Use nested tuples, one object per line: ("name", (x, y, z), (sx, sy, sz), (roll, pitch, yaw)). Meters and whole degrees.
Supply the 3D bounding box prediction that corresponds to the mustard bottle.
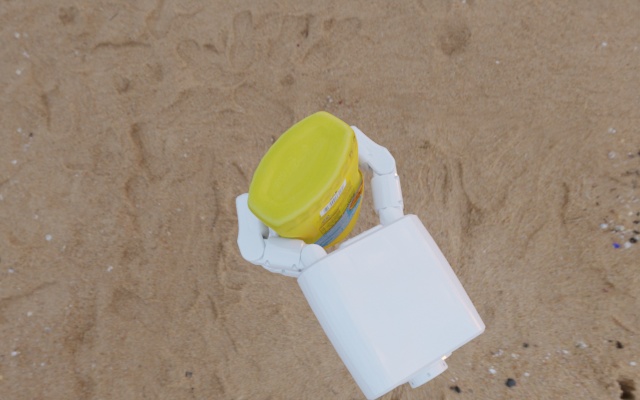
("mustard bottle", (0.000, 0.001, 0.433), (0.058, 0.096, 0.192), (34, -8, 17))
